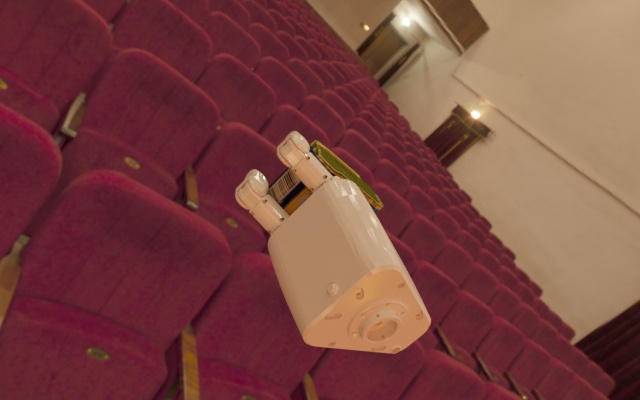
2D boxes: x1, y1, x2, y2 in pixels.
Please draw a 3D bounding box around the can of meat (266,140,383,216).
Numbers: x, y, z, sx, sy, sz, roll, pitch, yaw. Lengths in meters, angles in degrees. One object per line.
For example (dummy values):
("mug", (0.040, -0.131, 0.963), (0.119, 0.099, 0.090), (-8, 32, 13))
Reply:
("can of meat", (0.000, 0.001, 0.477), (0.102, 0.084, 0.057), (36, 18, -35))
